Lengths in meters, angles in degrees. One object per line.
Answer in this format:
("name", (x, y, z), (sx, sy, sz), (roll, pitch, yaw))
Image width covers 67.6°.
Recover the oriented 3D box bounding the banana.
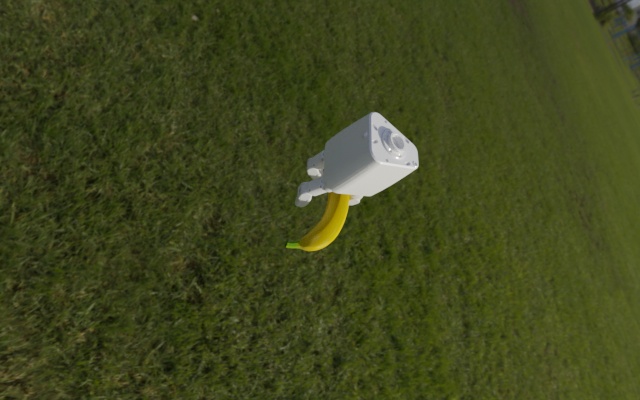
("banana", (0.013, 0.016, 0.808), (0.069, 0.197, 0.037), (38, -36, -11))
